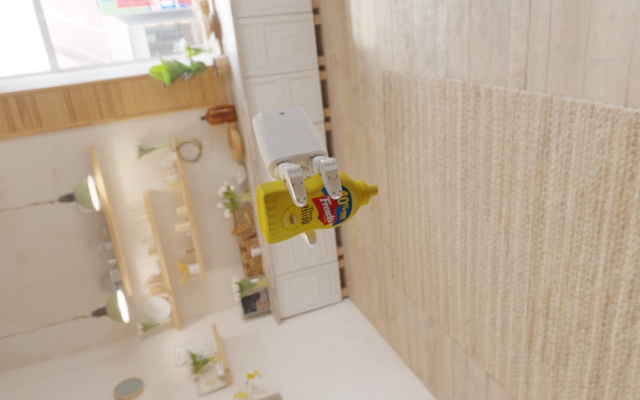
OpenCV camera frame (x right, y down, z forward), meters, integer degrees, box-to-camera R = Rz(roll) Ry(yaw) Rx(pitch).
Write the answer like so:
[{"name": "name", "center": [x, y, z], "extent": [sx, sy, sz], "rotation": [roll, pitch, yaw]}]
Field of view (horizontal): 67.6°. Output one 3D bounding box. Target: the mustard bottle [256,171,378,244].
[{"name": "mustard bottle", "center": [0.000, 0.003, 0.738], "extent": [0.191, 0.096, 0.058], "rotation": [-13, 34, -18]}]
